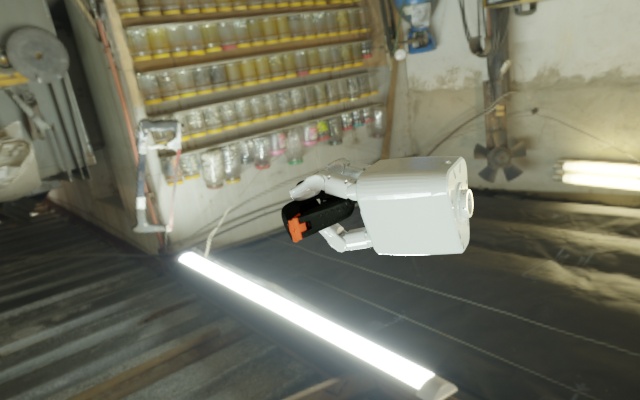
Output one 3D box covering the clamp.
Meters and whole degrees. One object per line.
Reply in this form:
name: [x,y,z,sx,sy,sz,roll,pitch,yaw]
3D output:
clamp: [0.000,0.003,0.634,0.164,0.036,0.210,-5,16,31]
